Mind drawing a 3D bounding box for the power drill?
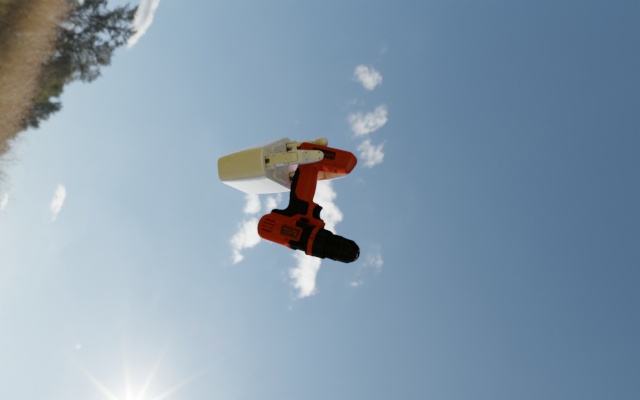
[{"bbox_3d":[0.000,0.002,0.817,0.184,0.187,0.057,16,-14,16],"label":"power drill"}]
